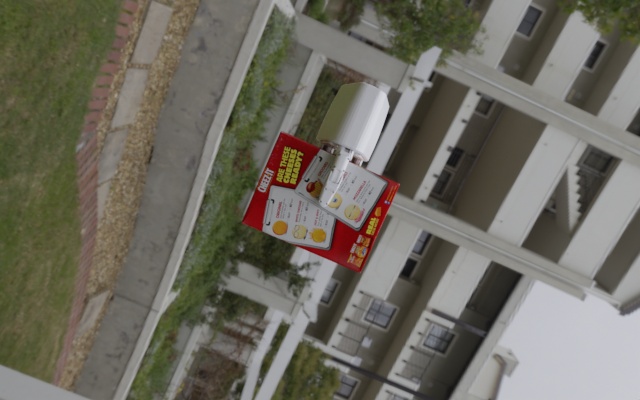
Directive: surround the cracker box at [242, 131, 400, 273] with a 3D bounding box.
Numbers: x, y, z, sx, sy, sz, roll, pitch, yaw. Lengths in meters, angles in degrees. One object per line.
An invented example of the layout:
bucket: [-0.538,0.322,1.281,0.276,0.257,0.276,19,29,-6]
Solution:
cracker box: [0.000,0.003,0.803,0.214,0.164,0.072,23,1,-4]
